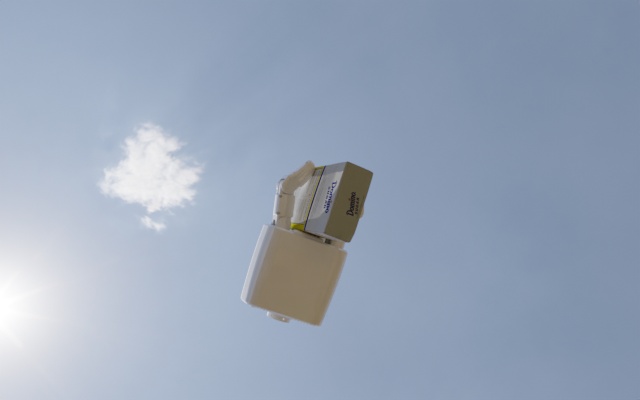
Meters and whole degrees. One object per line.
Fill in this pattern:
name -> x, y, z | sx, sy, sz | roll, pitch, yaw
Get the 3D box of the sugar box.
sugar box -> 0.000, 0.002, 0.641 | 0.048, 0.093, 0.176 | 22, -8, -24
